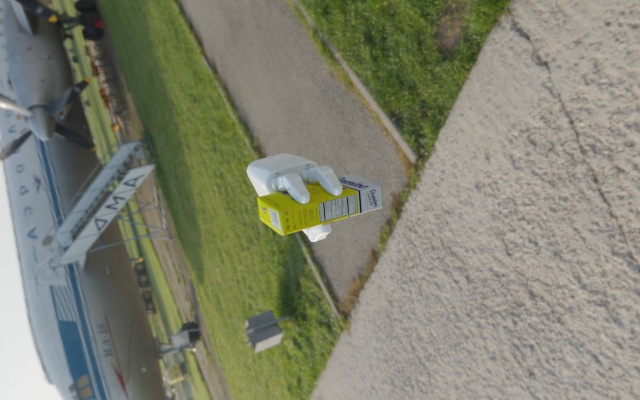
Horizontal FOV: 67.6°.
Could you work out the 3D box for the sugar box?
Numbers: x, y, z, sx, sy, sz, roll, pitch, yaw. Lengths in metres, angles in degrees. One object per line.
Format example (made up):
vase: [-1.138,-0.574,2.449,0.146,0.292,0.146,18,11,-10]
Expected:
sugar box: [0.000,0.002,0.750,0.176,0.048,0.093,-17,22,-24]
